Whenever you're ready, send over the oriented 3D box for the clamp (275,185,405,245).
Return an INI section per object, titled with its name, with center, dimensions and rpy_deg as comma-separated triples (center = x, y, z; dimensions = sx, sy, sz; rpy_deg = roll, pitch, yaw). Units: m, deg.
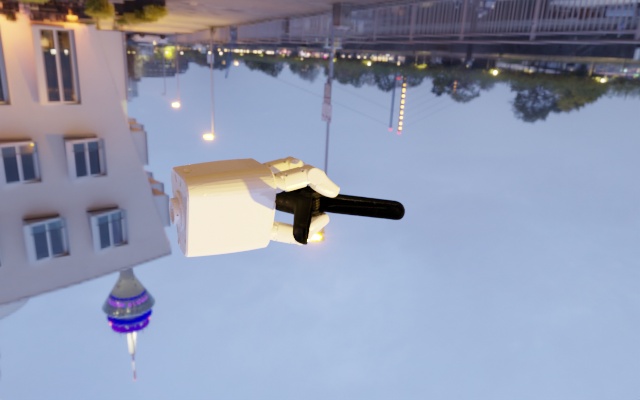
[clamp]
center = 0.000, 0.003, 0.656
dimensions = 0.164, 0.036, 0.210
rpy_deg = -8, 20, -27
